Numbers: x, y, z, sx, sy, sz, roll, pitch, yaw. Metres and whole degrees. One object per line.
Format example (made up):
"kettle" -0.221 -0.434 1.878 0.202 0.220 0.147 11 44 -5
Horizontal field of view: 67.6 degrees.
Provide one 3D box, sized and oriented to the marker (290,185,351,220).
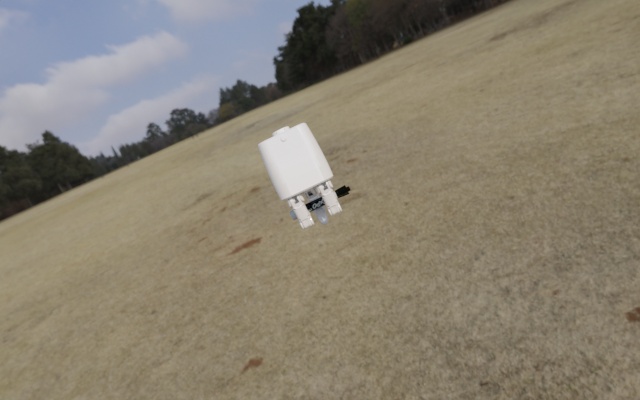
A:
"marker" 0.000 0.003 0.890 0.121 0.020 0.020 -26 0 0
